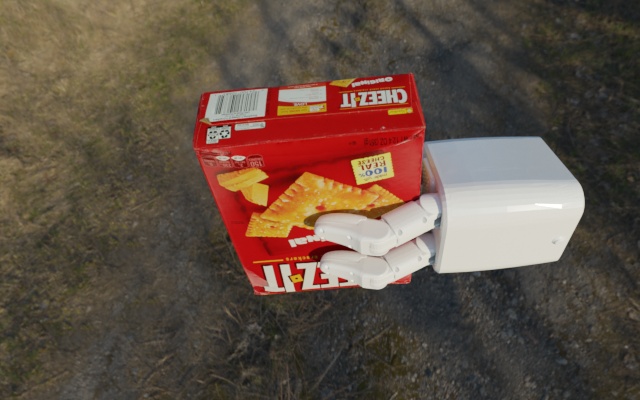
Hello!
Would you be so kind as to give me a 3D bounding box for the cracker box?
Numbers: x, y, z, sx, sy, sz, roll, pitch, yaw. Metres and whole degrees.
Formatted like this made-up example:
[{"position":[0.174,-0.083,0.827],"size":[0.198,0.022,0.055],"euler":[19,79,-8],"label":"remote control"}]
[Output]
[{"position":[0.000,0.001,0.421],"size":[0.164,0.072,0.214],"euler":[-5,-40,4],"label":"cracker box"}]
